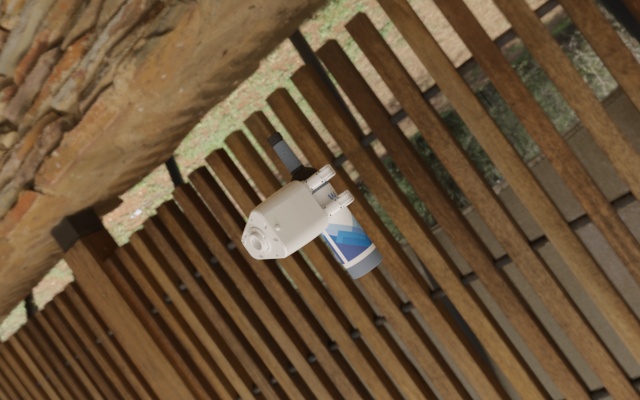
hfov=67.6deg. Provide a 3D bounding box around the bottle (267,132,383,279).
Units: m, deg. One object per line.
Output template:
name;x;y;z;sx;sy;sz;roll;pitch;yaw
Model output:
bottle;0.000;0.003;0.861;0.069;0.295;0.069;-36;0;0
